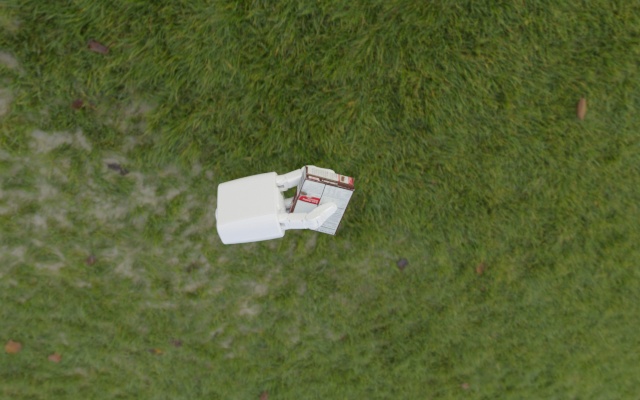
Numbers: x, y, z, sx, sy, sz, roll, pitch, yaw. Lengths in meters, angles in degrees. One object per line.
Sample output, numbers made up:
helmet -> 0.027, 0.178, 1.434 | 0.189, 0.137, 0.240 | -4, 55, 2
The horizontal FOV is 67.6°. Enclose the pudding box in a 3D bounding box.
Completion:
pudding box -> 0.000, 0.003, 0.831 | 0.090, 0.114, 0.039 | 13, 39, -11
